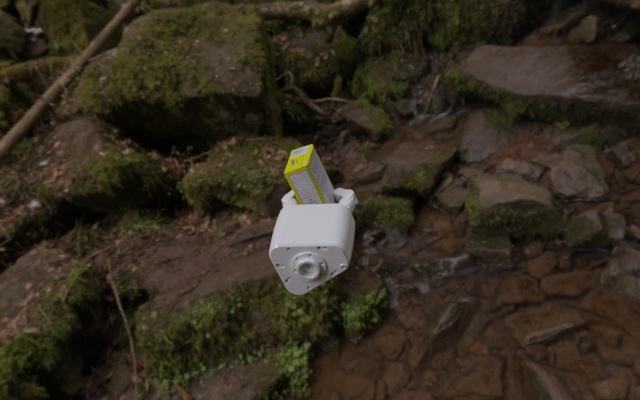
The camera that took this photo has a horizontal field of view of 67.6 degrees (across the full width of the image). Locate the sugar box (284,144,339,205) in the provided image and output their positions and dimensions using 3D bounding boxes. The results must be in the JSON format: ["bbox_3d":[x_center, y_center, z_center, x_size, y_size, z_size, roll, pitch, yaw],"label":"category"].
[{"bbox_3d":[0.000,0.003,0.799,0.048,0.176,0.093,-17,26,15],"label":"sugar box"}]
